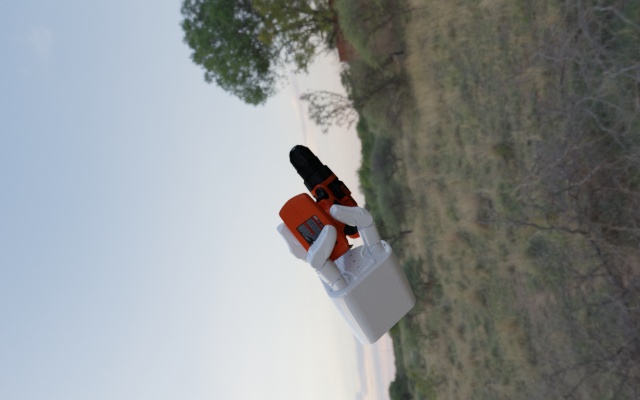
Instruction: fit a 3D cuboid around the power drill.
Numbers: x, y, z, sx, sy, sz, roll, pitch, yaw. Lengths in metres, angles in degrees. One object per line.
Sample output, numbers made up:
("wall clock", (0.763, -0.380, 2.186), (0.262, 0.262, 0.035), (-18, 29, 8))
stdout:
("power drill", (0.000, 0.003, 0.721), (0.057, 0.184, 0.187), (-39, 5, 21))
